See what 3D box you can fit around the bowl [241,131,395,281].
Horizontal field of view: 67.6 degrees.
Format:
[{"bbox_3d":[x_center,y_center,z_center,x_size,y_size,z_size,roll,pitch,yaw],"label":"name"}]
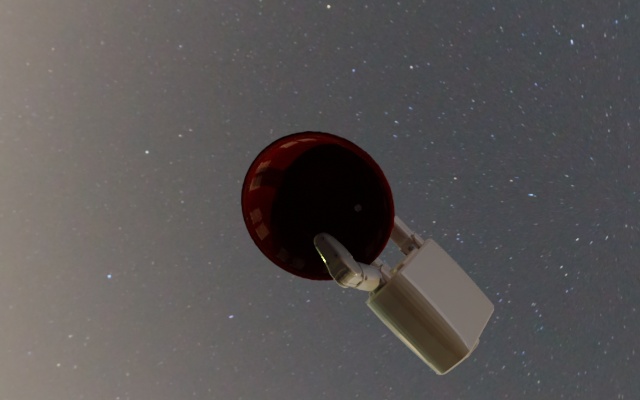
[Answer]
[{"bbox_3d":[-0.001,0.000,0.510,0.162,0.162,0.055,0,19,14],"label":"bowl"}]
